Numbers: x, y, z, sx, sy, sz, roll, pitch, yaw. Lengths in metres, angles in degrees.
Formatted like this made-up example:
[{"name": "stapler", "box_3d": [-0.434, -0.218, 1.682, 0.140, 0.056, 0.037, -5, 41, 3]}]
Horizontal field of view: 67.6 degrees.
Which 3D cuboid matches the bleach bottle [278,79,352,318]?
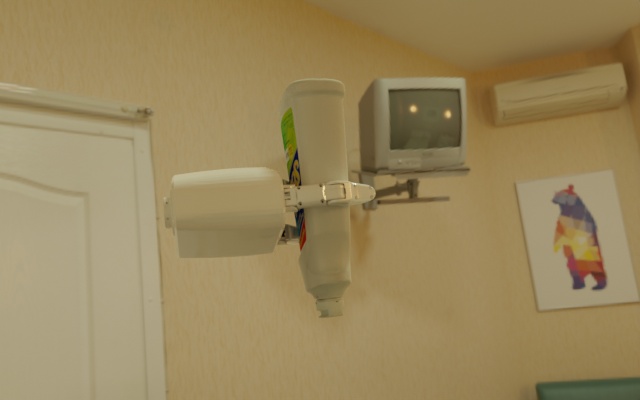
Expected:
[{"name": "bleach bottle", "box_3d": [0.000, 0.002, 0.532, 0.068, 0.250, 0.102, -4, -9, -16]}]
